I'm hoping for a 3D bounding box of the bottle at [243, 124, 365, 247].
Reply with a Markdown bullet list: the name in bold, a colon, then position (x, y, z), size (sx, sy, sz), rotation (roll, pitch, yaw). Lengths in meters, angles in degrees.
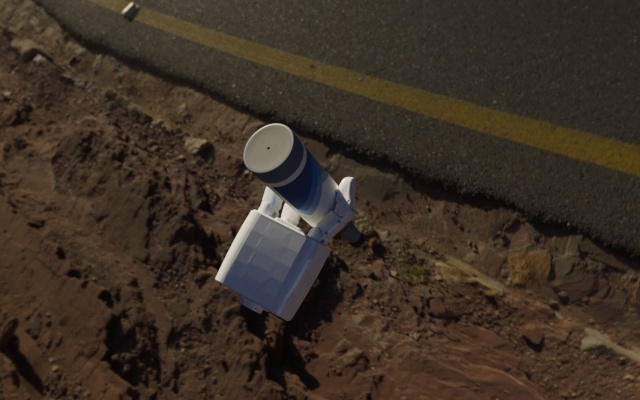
- **bottle**: position (0.000, 0.002, 0.662), size (0.069, 0.069, 0.296), rotation (0, -25, 27)
